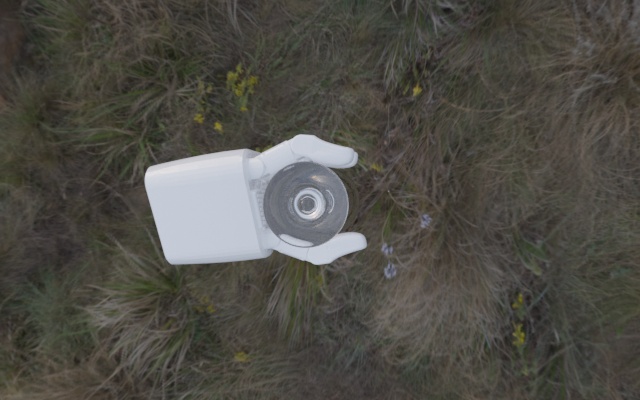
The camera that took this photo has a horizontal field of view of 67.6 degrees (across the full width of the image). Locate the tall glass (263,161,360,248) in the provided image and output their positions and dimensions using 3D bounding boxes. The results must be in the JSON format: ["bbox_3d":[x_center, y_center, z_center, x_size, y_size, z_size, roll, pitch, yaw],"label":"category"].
[{"bbox_3d":[0.000,0.002,0.503,0.079,0.079,0.201,0,1,8],"label":"tall glass"}]
